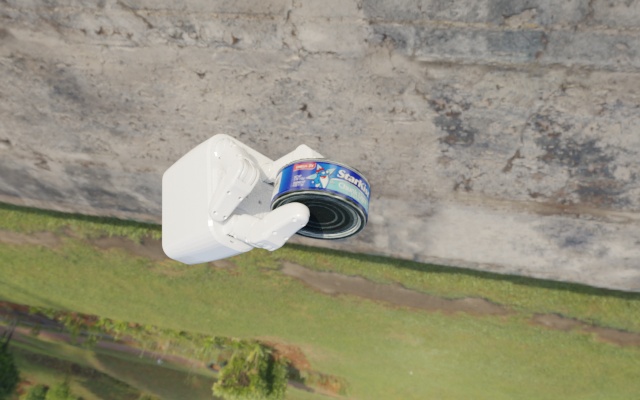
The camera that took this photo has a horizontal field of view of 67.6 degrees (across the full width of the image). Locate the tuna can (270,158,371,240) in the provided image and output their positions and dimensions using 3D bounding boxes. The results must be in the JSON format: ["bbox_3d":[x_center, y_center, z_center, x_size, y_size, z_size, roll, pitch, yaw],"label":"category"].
[{"bbox_3d":[0.000,0.002,0.416,0.086,0.033,0.086,6,-31,4],"label":"tuna can"}]
